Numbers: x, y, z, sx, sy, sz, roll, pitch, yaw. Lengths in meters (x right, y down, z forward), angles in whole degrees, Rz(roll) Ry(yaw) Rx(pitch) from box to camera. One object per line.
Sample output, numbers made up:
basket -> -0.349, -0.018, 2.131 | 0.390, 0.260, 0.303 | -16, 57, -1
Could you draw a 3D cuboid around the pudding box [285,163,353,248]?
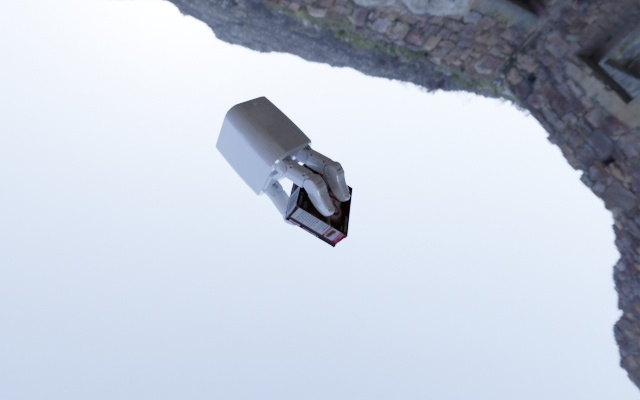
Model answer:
pudding box -> 0.000, 0.002, 0.709 | 0.090, 0.113, 0.039 | 31, -50, -17
